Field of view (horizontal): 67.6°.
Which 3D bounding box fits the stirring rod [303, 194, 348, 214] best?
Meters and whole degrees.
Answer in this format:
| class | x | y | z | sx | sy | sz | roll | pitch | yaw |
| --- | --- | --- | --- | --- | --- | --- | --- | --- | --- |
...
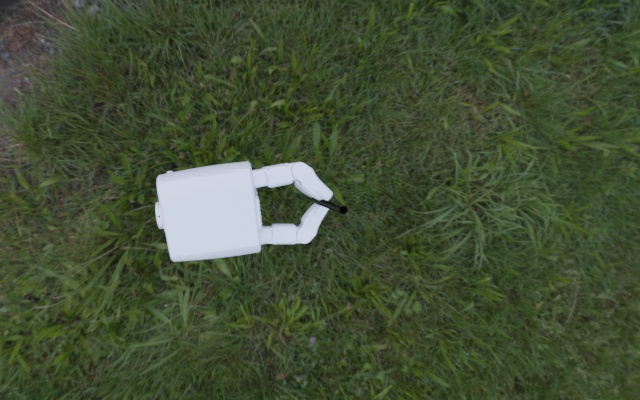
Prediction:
| class | x | y | z | sx | sy | sz | roll | pitch | yaw |
| --- | --- | --- | --- | --- | --- | --- | --- | --- | --- |
| stirring rod | 0.000 | 0.002 | 0.577 | 0.011 | 0.011 | 0.239 | 0 | 4 | -11 |
